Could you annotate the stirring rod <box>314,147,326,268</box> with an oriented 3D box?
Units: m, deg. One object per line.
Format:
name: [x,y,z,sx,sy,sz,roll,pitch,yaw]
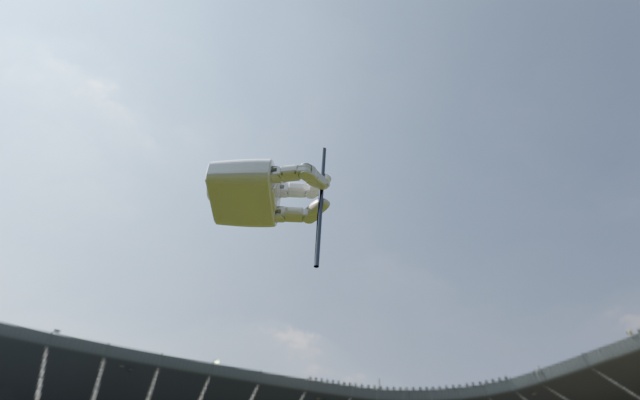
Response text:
stirring rod: [0.000,0.003,0.769,0.011,0.239,0.011,2,-39,2]
